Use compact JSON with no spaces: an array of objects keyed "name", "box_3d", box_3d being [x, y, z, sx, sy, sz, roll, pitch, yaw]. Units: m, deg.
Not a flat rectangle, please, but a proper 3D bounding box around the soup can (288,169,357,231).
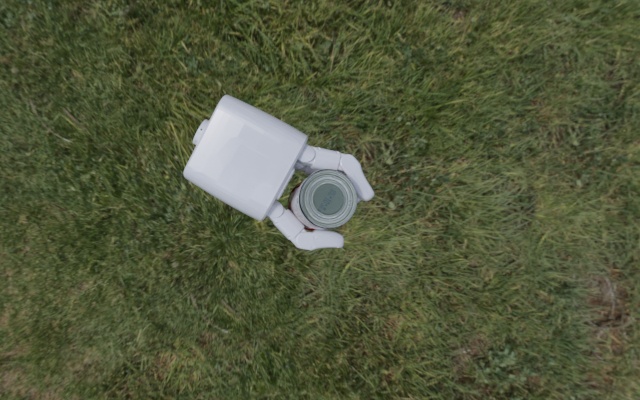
[{"name":"soup can","box_3d":[0.001,0.002,0.571,0.068,0.068,0.102,0,-5,-11]}]
